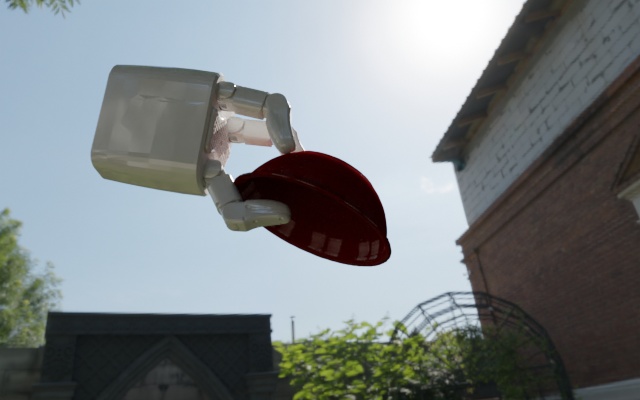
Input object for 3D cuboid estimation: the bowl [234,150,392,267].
[{"bbox_3d":[0.001,0.002,0.458,0.162,0.055,0.162,22,-24,10],"label":"bowl"}]
